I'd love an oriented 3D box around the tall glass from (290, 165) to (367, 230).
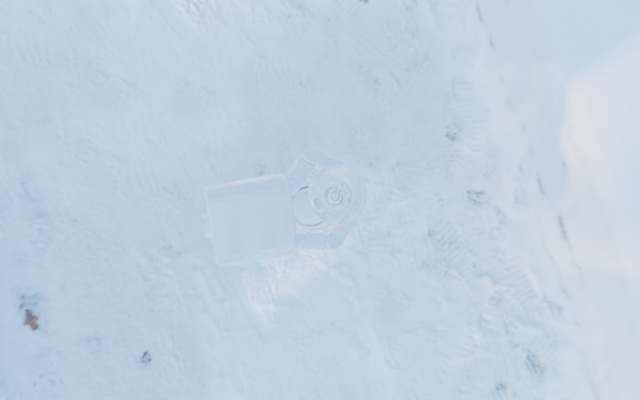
[{"bbox_3d":[0.000,0.002,0.676,0.079,0.079,0.201,0,-5,-12],"label":"tall glass"}]
